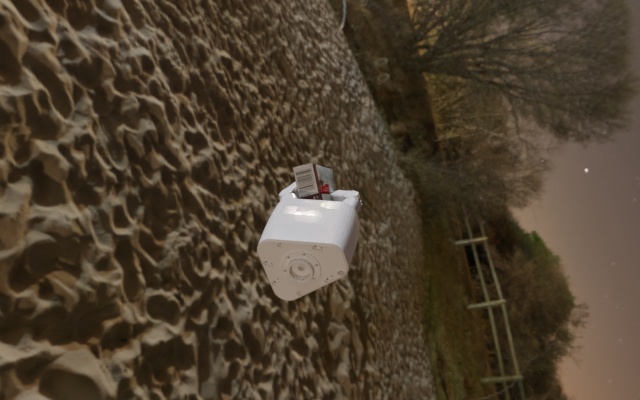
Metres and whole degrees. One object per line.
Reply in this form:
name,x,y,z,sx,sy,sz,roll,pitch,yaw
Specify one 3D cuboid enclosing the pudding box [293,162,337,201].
pudding box,0.000,0.002,0.729,0.039,0.113,0.090,-12,-5,17
